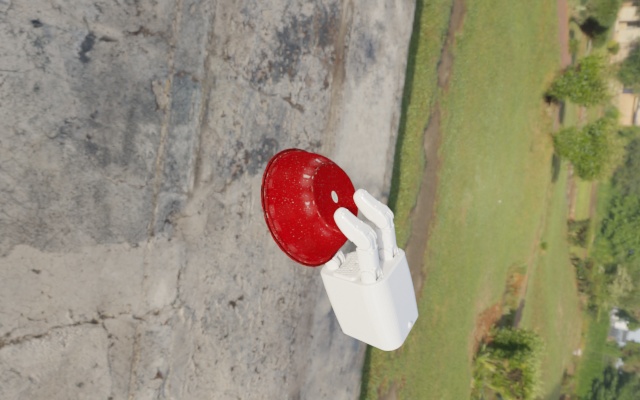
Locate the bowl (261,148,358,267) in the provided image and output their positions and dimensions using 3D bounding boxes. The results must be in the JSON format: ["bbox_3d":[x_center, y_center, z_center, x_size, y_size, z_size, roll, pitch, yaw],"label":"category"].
[{"bbox_3d":[0.000,0.001,0.617,0.055,0.162,0.162,-17,-11,39],"label":"bowl"}]
